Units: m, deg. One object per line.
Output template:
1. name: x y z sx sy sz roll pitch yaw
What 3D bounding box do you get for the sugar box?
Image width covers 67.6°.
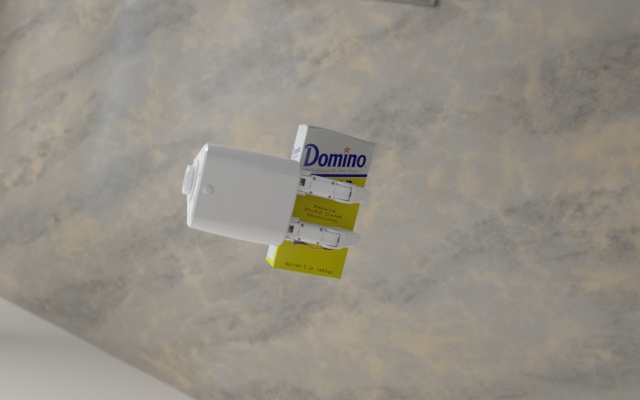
1. sugar box: 0.000 0.002 0.591 0.093 0.176 0.048 12 6 -20
